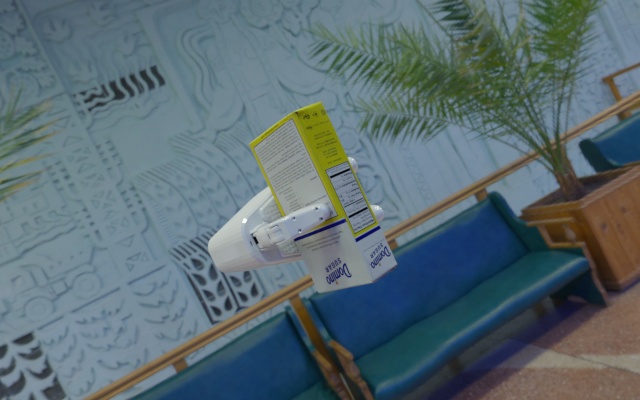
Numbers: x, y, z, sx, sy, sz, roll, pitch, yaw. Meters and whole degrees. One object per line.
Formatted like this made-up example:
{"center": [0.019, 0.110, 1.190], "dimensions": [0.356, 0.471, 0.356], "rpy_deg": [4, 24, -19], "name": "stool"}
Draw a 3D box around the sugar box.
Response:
{"center": [0.000, 0.001, 0.481], "dimensions": [0.048, 0.176, 0.093], "rpy_deg": [-28, 3, -38], "name": "sugar box"}
